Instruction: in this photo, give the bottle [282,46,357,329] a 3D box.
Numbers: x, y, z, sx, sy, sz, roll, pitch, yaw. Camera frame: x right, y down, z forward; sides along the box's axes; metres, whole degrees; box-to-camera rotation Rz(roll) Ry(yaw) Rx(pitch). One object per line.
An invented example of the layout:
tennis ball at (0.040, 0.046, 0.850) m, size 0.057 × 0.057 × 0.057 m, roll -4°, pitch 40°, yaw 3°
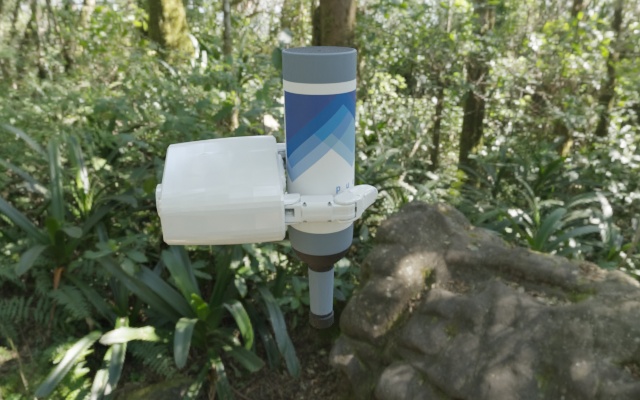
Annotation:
bottle at (0.000, 0.001, 0.482) m, size 0.069 × 0.296 × 0.069 m, roll 0°, pitch 23°, yaw 0°
